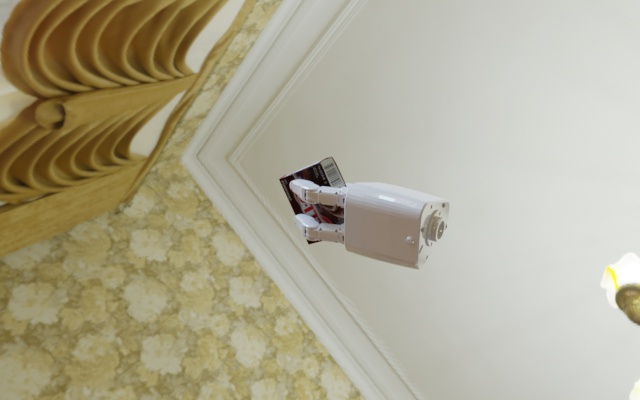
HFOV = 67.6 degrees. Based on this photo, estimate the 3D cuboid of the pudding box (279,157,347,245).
[{"bbox_3d":[0.000,0.002,0.700,0.090,0.113,0.039,-19,6,42],"label":"pudding box"}]
